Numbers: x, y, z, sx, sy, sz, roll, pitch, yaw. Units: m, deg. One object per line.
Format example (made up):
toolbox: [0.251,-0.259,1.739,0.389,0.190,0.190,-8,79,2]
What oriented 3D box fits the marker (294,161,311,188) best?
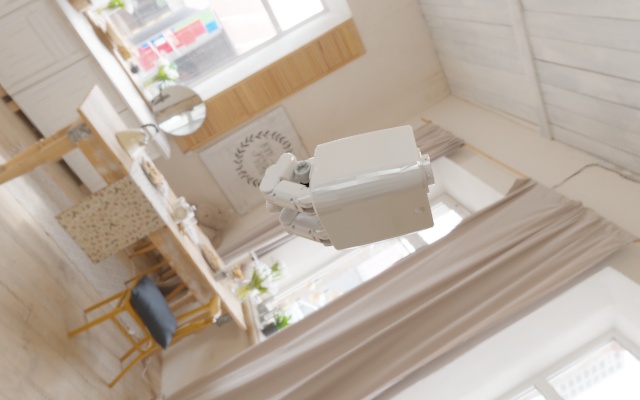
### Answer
marker: [0.000,0.002,0.542,0.020,0.020,0.121,0,-37,23]
